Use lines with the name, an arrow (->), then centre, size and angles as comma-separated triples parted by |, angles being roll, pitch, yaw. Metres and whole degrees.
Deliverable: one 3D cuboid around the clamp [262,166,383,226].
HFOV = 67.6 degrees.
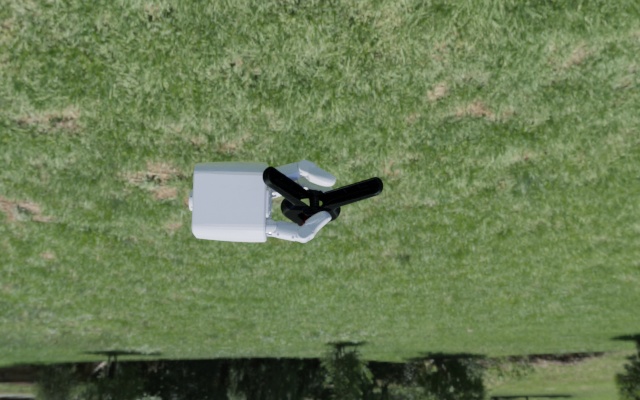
clamp -> 0.000, 0.003, 0.724 | 0.164, 0.036, 0.210 | 4, -20, -2
